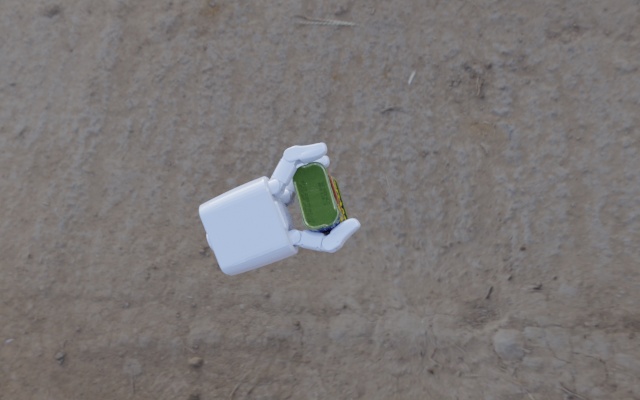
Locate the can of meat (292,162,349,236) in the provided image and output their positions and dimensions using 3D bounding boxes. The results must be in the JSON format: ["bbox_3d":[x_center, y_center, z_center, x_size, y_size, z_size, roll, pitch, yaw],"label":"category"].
[{"bbox_3d":[0.000,0.002,0.694,0.057,0.102,0.084,-18,-17,8],"label":"can of meat"}]
